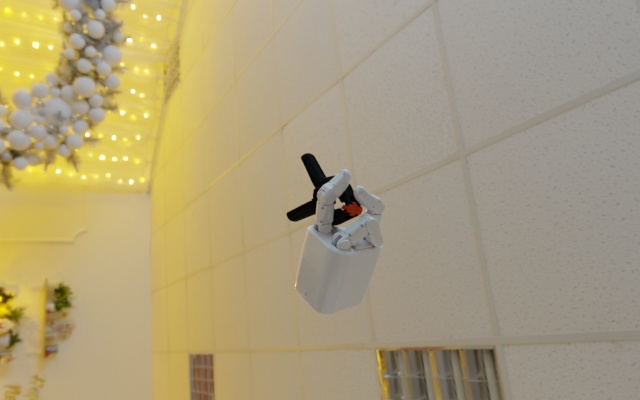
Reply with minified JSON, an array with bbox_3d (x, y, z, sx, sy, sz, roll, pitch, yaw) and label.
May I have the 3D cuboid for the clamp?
[{"bbox_3d":[0.001,0.003,0.773,0.039,0.120,0.171,4,20,-33],"label":"clamp"}]
